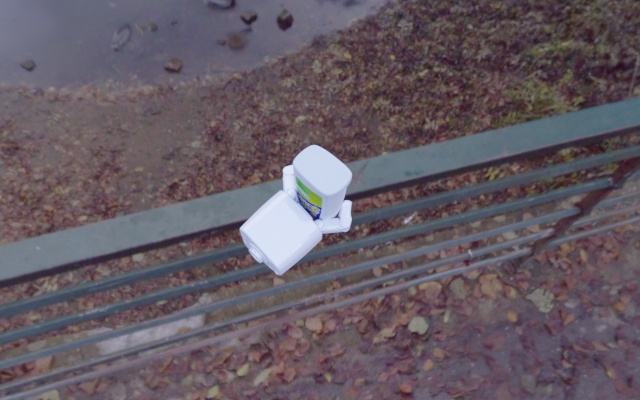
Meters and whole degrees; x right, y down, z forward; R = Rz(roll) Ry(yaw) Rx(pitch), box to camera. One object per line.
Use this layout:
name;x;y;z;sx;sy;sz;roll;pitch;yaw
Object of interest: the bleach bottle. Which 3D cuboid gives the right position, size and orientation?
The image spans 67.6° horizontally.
bleach bottle;0.000;0.003;0.896;0.102;0.068;0.251;41;-20;18
